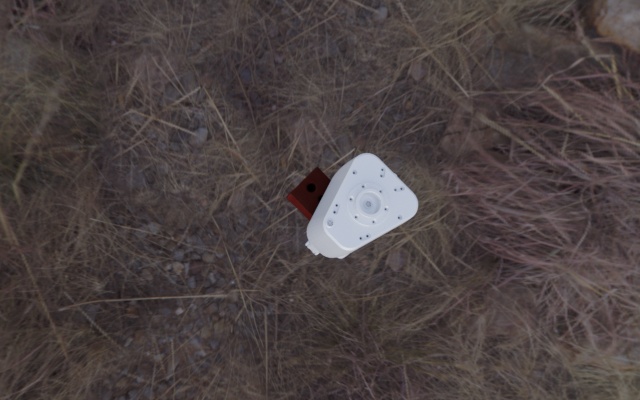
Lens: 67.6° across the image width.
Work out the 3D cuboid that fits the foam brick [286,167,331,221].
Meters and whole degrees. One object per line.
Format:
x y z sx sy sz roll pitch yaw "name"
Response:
0.000 0.002 0.649 0.053 0.078 0.051 -45 0 -12 "foam brick"
